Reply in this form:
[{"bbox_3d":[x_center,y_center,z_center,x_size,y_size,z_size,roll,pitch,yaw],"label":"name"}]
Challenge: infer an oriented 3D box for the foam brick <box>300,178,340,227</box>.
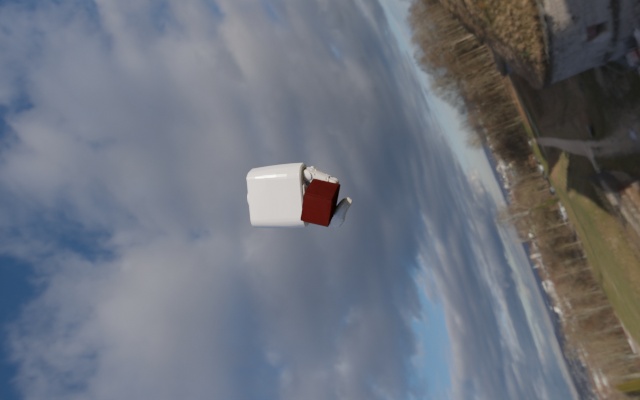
[{"bbox_3d":[0.000,0.003,0.831,0.051,0.053,0.078,13,24,6],"label":"foam brick"}]
